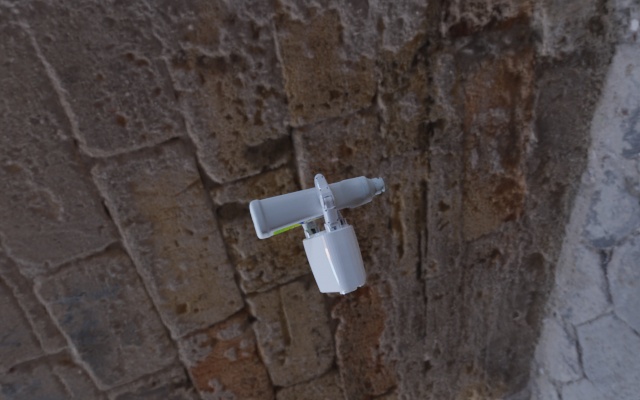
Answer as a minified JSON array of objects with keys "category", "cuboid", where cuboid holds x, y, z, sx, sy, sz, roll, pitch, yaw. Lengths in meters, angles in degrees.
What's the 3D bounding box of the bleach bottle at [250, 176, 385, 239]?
[{"category":"bleach bottle","cuboid":[0.000,0.003,0.874,0.251,0.068,0.102,-16,-5,-11]}]
